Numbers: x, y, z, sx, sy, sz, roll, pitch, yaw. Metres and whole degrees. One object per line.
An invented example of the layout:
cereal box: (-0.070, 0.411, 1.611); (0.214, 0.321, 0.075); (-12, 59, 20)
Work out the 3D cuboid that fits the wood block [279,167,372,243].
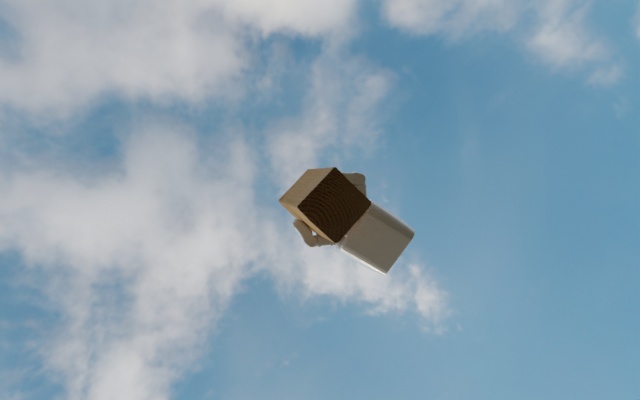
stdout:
wood block: (0.000, 0.003, 0.847); (0.090, 0.091, 0.206); (44, -7, -11)
